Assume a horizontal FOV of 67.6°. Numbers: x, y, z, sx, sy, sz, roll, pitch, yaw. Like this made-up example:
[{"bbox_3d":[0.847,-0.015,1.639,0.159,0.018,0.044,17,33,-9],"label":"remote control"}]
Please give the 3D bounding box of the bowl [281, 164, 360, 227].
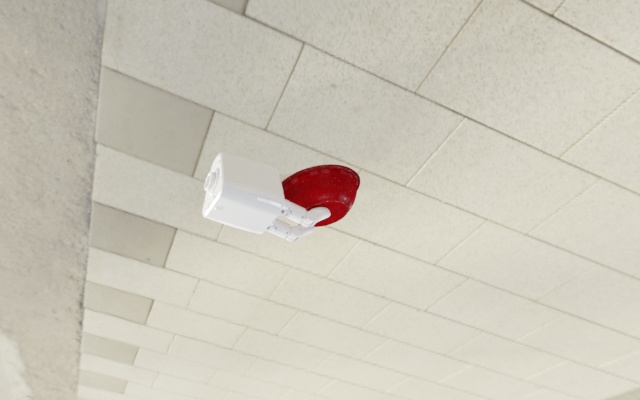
[{"bbox_3d":[0.001,0.003,0.866,0.162,0.055,0.162,-11,-29,-6],"label":"bowl"}]
